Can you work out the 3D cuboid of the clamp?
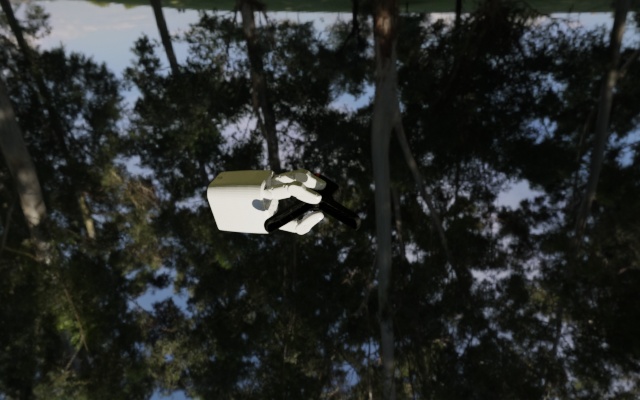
[{"bbox_3d":[0.000,0.003,0.880,0.164,0.036,0.210,1,26,10],"label":"clamp"}]
